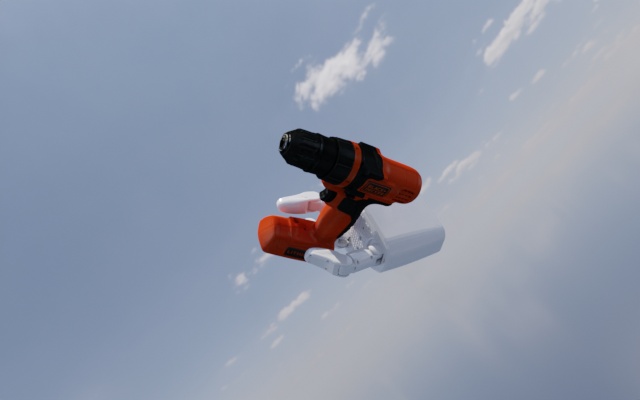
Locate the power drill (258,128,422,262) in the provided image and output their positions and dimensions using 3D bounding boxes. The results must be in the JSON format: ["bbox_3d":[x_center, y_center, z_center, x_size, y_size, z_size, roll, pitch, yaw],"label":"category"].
[{"bbox_3d":[0.000,0.002,0.569,0.184,0.057,0.188,17,-43,-29],"label":"power drill"}]
